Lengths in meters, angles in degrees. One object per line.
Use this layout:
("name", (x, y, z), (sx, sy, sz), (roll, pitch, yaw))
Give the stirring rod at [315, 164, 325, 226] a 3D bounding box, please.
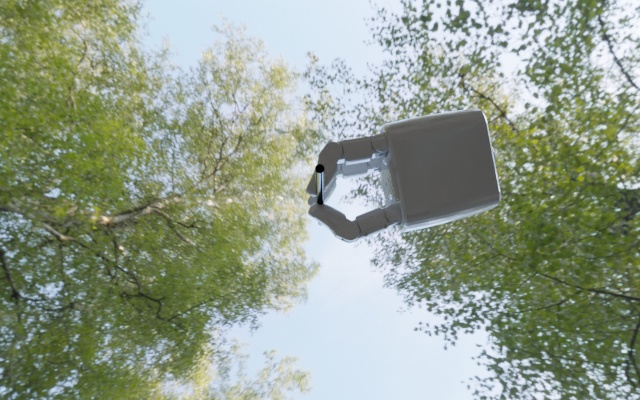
("stirring rod", (0.000, 0.002, 0.509), (0.011, 0.011, 0.239), (0, -13, 0))
